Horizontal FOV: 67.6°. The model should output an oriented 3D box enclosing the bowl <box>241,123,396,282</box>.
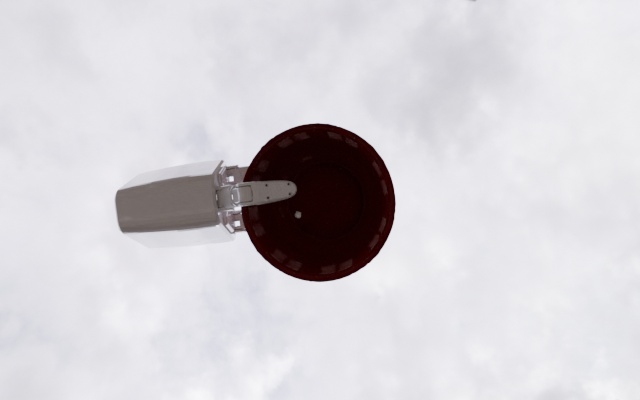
[{"bbox_3d":[0.001,0.002,0.508,0.162,0.162,0.055,0,3,12],"label":"bowl"}]
